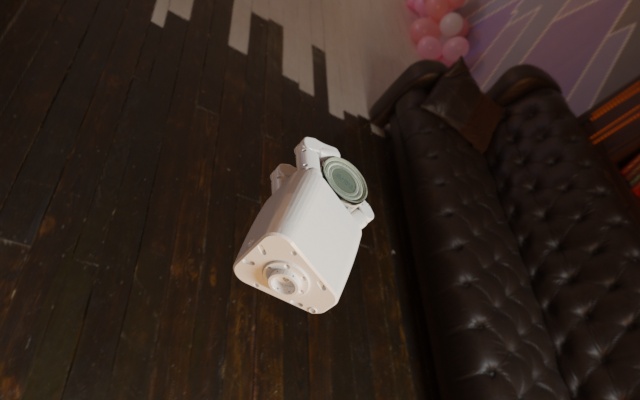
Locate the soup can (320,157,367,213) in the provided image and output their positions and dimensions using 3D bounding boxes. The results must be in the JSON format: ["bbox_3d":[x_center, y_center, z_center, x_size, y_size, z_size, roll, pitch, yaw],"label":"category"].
[{"bbox_3d":[0.000,0.002,0.585,0.068,0.068,0.102,0,-32,-43],"label":"soup can"}]
